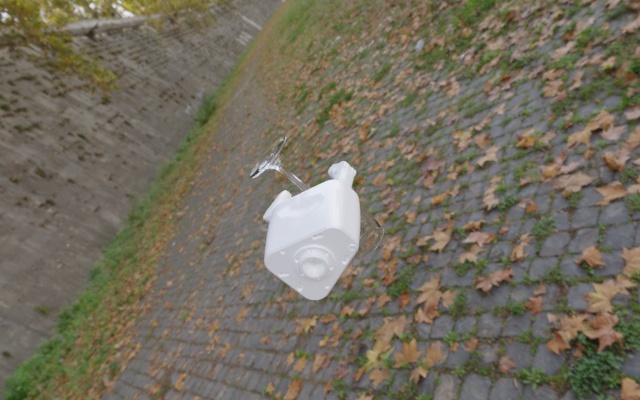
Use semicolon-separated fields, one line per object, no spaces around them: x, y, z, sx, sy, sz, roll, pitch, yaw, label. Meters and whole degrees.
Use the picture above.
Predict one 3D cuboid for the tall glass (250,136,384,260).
0.000;0.002;0.679;0.201;0.079;0.079;40;-15;-19;tall glass
